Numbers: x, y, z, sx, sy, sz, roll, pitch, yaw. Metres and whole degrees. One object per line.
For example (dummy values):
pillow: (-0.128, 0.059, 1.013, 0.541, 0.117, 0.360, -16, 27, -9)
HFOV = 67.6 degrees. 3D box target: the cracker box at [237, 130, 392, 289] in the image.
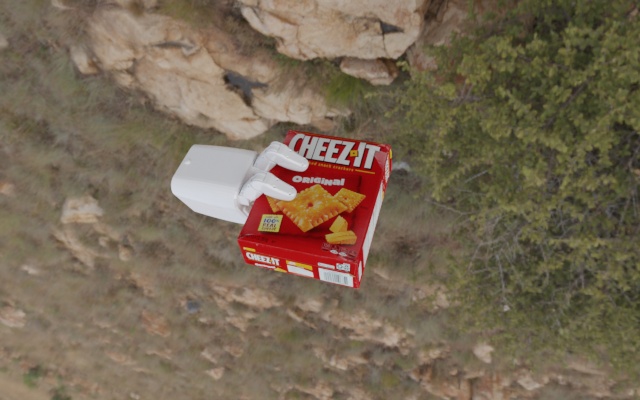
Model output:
cracker box: (0.000, 0.002, 0.678, 0.164, 0.213, 0.072, 11, -36, 13)
